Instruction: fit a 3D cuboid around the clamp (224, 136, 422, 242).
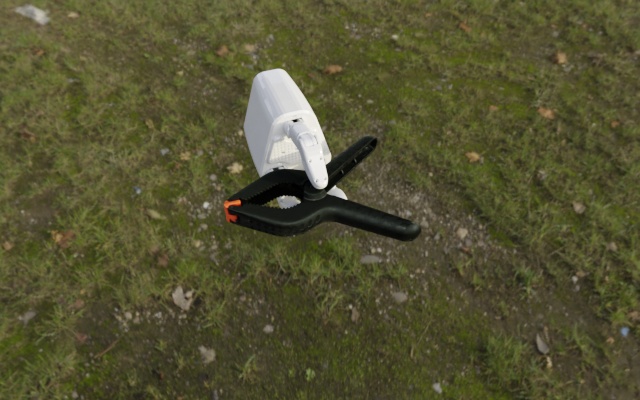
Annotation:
[{"bbox_3d":[-0.001,0.001,0.540,0.210,0.036,0.164,-15,48,-14],"label":"clamp"}]
